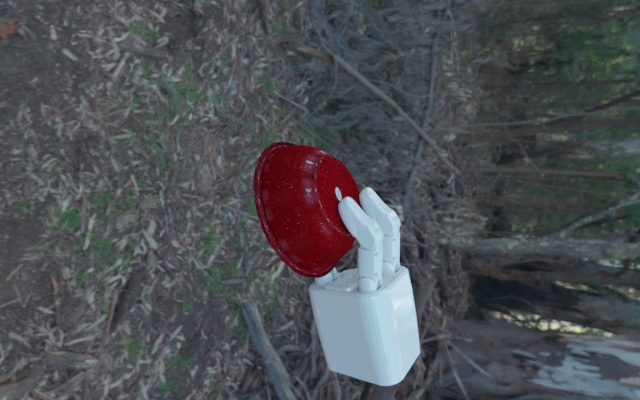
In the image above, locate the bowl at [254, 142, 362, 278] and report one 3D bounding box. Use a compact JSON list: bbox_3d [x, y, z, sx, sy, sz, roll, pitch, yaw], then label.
[{"bbox_3d":[0.000,0.000,0.531,0.055,0.162,0.162,-20,-11,32],"label":"bowl"}]
